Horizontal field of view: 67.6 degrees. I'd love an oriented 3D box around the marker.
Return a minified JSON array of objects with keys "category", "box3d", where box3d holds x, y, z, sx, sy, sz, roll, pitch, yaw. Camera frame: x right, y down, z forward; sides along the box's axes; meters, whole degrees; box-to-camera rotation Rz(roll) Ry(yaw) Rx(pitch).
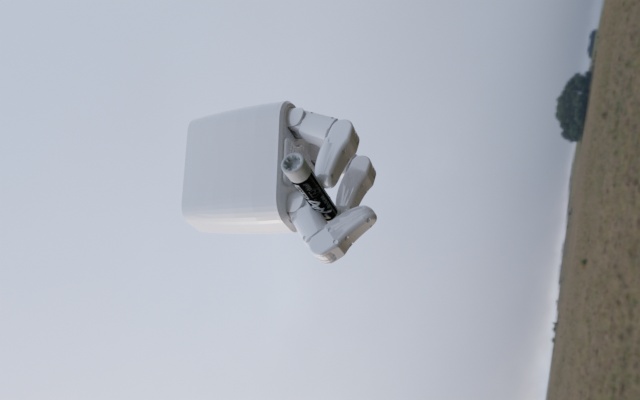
[{"category":"marker","box3d":[0.000,0.001,0.402,0.020,0.020,0.121,0,-29,24]}]
